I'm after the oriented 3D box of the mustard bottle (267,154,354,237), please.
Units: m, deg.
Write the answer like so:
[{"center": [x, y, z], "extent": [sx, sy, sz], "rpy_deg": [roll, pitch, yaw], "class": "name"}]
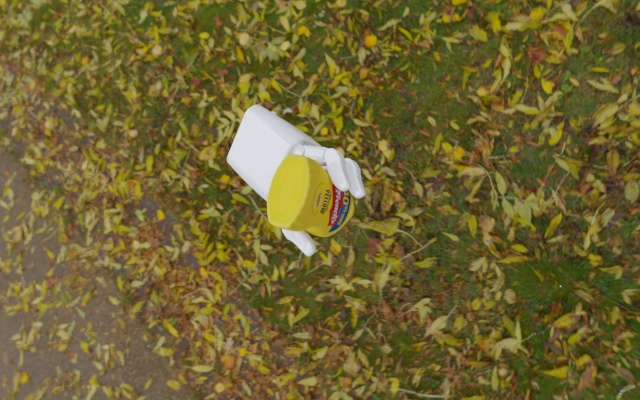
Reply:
[{"center": [0.000, 0.002, 0.674], "extent": [0.058, 0.096, 0.192], "rpy_deg": [12, -4, 28], "class": "mustard bottle"}]
